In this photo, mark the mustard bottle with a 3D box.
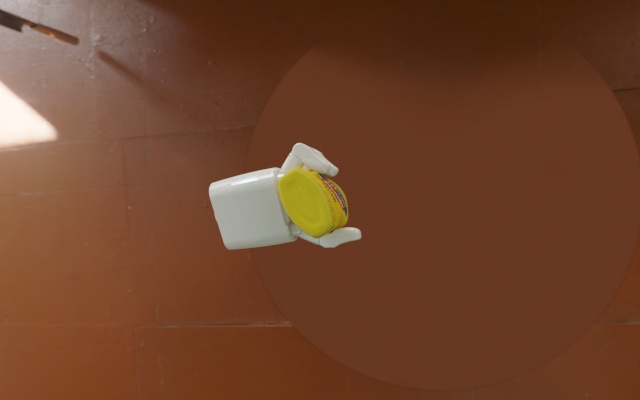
[{"bbox_3d":[0.000,0.002,0.706,0.058,0.096,0.191,-36,-7,10],"label":"mustard bottle"}]
